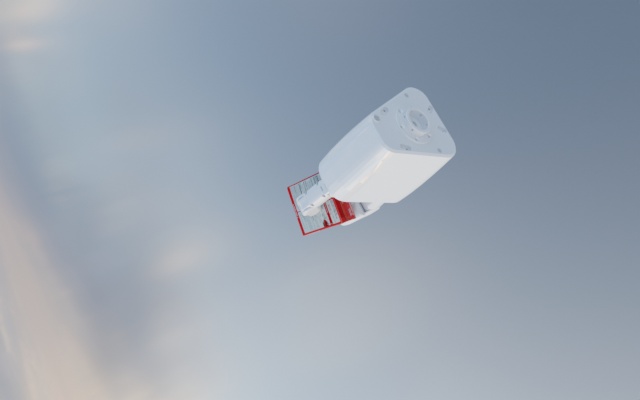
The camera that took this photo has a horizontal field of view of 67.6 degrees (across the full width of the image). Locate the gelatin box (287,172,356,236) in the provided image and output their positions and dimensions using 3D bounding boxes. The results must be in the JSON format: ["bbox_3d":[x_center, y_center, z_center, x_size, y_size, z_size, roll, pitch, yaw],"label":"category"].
[{"bbox_3d":[0.000,0.002,0.644,0.030,0.073,0.089,-17,-3,-42],"label":"gelatin box"}]
